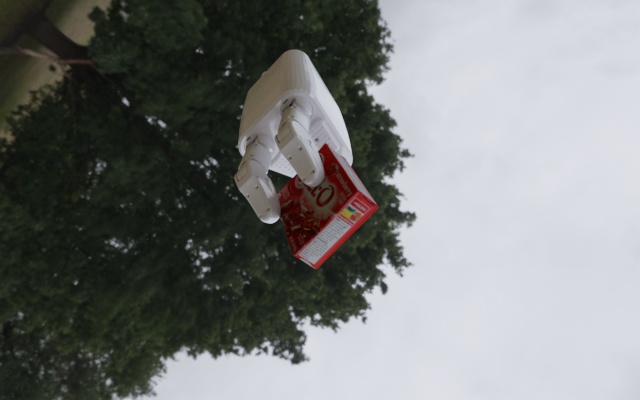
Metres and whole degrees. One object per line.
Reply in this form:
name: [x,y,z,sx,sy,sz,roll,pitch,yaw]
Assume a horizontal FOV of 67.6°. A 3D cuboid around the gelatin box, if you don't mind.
gelatin box: [0.000,0.002,0.403,0.030,0.073,0.089,36,16,-33]
